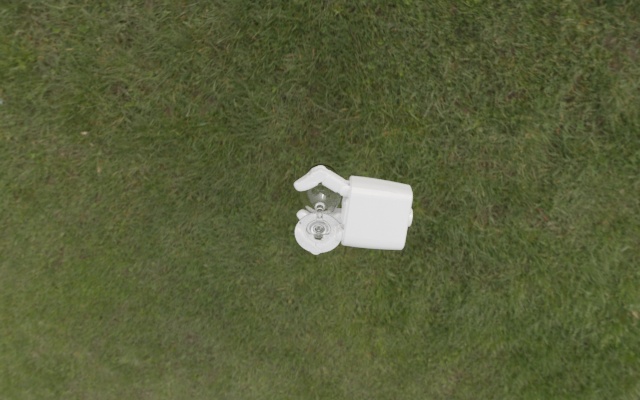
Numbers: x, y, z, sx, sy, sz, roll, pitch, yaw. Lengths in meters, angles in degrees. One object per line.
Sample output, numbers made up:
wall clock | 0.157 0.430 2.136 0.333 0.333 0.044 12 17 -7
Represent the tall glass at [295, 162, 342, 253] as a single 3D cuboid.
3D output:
tall glass | 0.000 0.003 0.825 0.079 0.079 0.201 0 29 2
